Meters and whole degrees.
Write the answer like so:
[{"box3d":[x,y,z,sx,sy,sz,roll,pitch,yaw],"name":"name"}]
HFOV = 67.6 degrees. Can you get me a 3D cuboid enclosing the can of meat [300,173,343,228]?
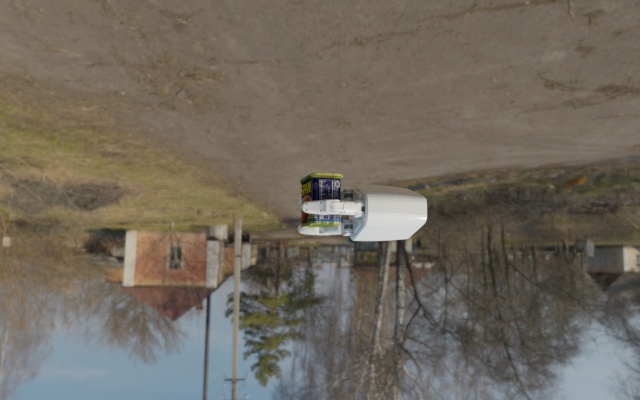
[{"box3d":[0.000,0.003,0.810,0.057,0.084,0.102,2,-7,-15],"name":"can of meat"}]
